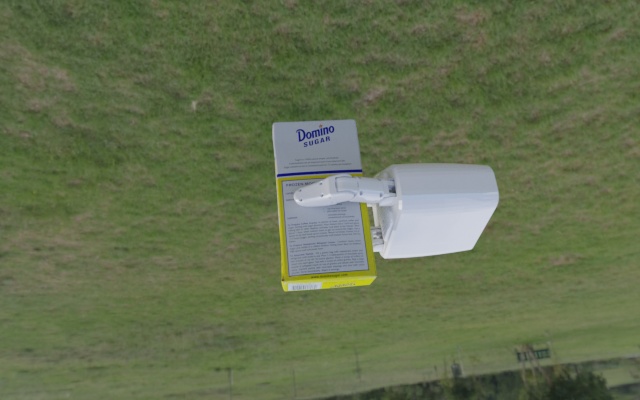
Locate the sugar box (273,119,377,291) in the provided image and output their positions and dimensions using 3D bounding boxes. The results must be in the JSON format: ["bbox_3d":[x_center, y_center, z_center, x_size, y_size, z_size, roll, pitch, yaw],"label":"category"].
[{"bbox_3d":[0.000,0.002,0.503,0.093,0.176,0.048,-3,-23,-6],"label":"sugar box"}]
